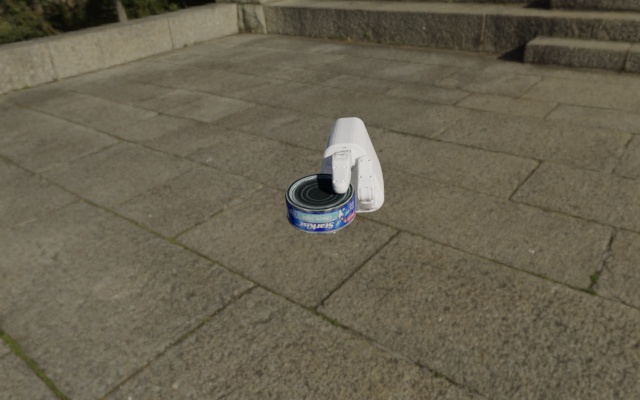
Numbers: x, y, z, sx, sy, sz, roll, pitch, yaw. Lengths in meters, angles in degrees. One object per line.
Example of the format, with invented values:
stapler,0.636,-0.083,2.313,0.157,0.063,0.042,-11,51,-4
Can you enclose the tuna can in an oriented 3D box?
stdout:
tuna can,0.000,0.001,0.582,0.086,0.034,0.086,-3,34,2
